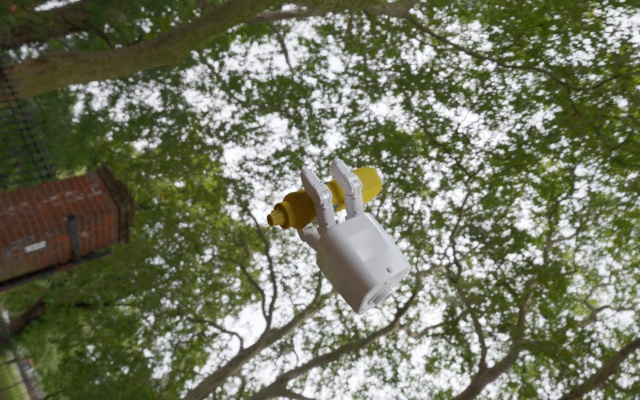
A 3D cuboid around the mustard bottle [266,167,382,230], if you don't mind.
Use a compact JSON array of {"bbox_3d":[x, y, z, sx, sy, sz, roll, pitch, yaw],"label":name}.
[{"bbox_3d":[0.000,0.002,0.740,0.191,0.058,0.096,-21,-5,-35],"label":"mustard bottle"}]
